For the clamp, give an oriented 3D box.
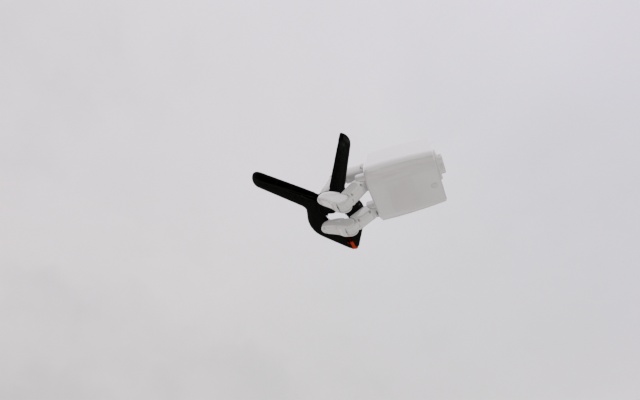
[{"bbox_3d":[0.001,0.002,0.763,0.164,0.210,0.036,-16,36,16],"label":"clamp"}]
